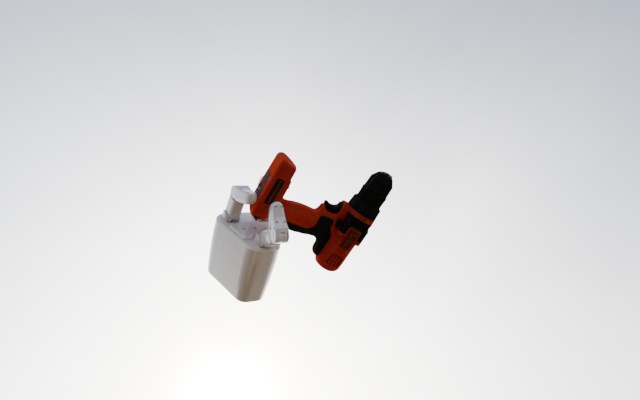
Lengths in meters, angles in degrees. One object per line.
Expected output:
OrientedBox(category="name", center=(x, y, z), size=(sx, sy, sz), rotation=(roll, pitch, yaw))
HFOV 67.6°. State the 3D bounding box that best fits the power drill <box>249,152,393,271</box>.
OrientedBox(category="power drill", center=(0.000, 0.002, 0.737), size=(0.188, 0.184, 0.057), rotation=(29, 10, -19))
